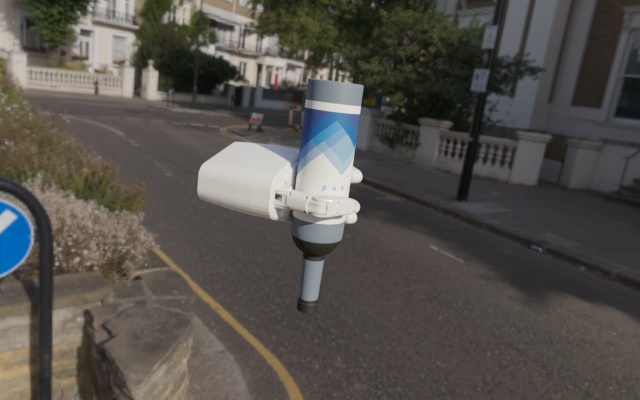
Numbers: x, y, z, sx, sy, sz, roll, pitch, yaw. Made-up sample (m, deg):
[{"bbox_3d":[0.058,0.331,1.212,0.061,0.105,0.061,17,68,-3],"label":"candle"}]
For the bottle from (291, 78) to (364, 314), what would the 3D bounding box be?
[{"bbox_3d":[0.000,0.002,0.598,0.069,0.296,0.069,7,13,-2],"label":"bottle"}]
